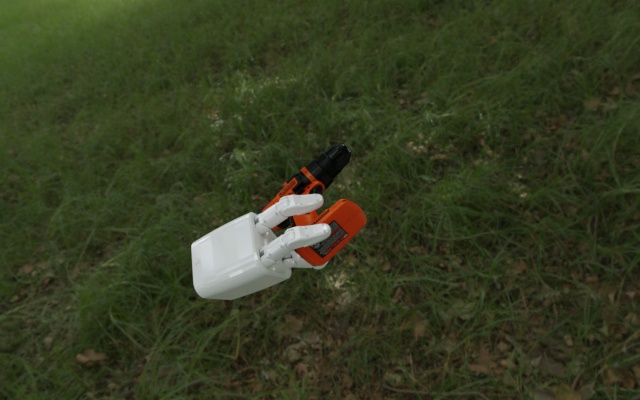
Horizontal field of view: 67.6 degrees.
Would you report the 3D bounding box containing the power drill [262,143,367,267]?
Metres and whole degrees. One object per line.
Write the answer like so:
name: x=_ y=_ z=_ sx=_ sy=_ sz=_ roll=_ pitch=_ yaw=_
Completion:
power drill: x=0.000 y=0.003 z=0.728 sx=0.057 sy=0.184 sz=0.187 roll=43 pitch=4 yaw=-28
